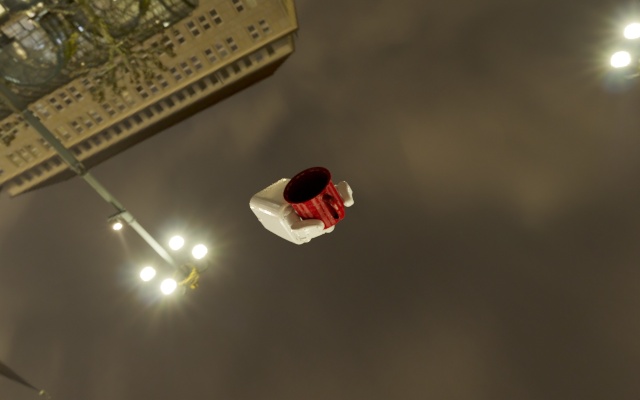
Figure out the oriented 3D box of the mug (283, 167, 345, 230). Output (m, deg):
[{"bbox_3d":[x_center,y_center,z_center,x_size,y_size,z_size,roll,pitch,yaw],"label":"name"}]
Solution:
[{"bbox_3d":[0.001,0.003,0.847,0.117,0.081,0.093,19,59,47],"label":"mug"}]
